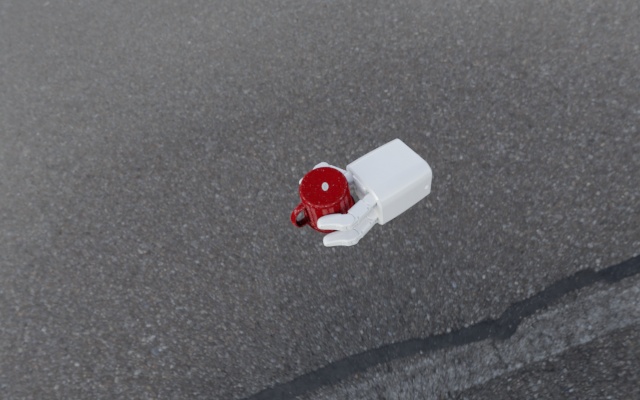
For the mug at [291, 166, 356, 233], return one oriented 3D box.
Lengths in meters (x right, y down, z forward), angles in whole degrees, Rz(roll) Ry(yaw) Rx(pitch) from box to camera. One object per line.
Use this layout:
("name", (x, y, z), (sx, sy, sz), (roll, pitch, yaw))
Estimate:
("mug", (-0.001, 0.003, 0.801), (0.117, 0.093, 0.081), (-32, -30, -9))
